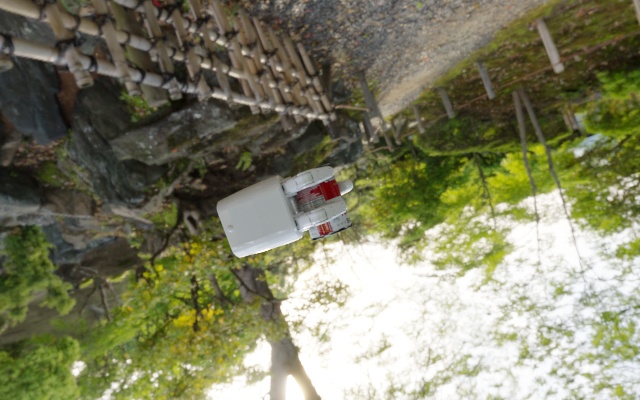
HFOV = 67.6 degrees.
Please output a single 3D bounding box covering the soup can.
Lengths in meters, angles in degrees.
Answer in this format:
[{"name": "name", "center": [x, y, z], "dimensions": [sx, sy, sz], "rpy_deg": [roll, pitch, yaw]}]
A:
[{"name": "soup can", "center": [0.001, 0.002, 0.728], "dimensions": [0.068, 0.102, 0.068], "rpy_deg": [-20, 0, 0]}]
